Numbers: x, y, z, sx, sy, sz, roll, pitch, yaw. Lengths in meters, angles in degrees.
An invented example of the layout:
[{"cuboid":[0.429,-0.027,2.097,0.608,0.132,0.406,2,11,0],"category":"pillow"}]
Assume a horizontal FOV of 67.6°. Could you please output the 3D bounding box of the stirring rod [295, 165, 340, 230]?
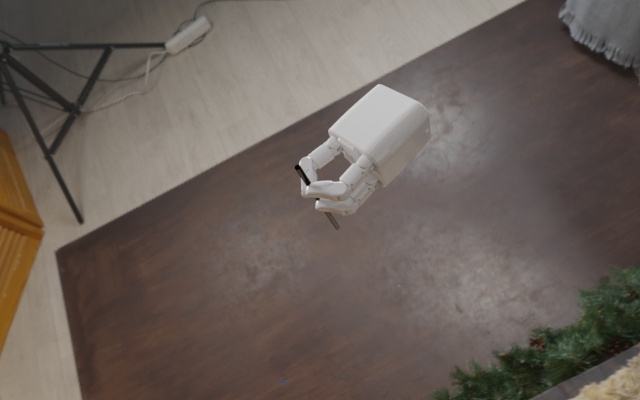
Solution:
[{"cuboid":[0.000,0.002,0.716,0.011,0.011,0.240,0,-22,15],"category":"stirring rod"}]
